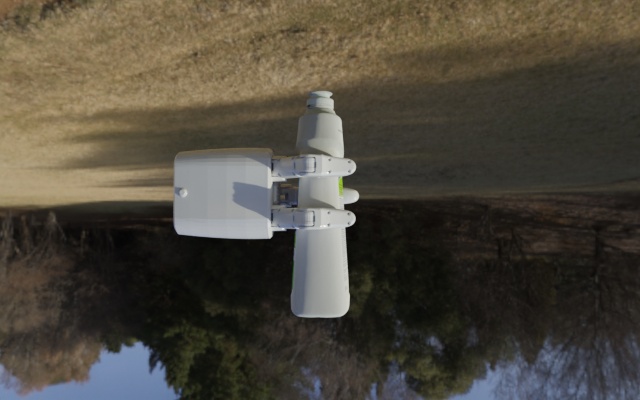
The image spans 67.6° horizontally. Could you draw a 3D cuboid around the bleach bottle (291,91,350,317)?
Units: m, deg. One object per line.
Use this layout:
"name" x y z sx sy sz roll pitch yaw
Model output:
"bleach bottle" 0.000 0.002 0.559 0.068 0.251 0.102 0 -1 3
